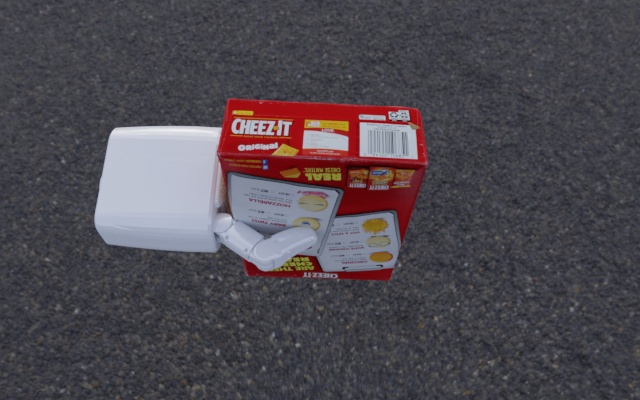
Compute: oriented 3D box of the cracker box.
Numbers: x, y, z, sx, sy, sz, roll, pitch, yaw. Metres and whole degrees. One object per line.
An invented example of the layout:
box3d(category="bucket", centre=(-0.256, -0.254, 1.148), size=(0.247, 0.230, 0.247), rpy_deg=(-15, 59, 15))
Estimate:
box3d(category="cracker box", centre=(0.000, 0.002, 0.465), size=(0.164, 0.072, 0.214), rpy_deg=(2, -34, 0))
